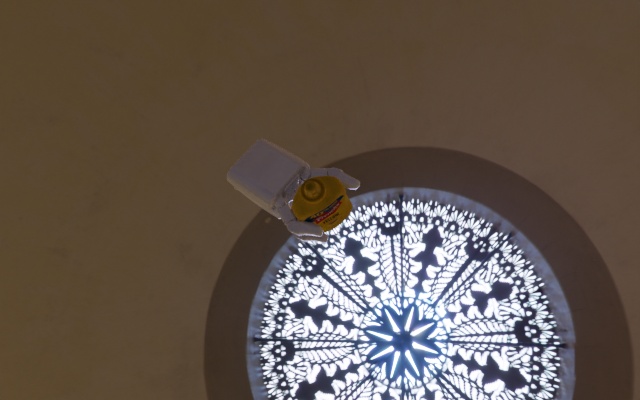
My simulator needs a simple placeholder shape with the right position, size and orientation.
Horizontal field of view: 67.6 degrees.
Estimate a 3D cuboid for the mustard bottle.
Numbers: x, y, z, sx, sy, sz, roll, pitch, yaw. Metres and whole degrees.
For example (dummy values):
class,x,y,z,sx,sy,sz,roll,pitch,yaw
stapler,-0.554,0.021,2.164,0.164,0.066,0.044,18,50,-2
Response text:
class,x,y,z,sx,sy,sz,roll,pitch,yaw
mustard bottle,0.000,0.003,0.823,0.096,0.058,0.192,-32,-19,0
